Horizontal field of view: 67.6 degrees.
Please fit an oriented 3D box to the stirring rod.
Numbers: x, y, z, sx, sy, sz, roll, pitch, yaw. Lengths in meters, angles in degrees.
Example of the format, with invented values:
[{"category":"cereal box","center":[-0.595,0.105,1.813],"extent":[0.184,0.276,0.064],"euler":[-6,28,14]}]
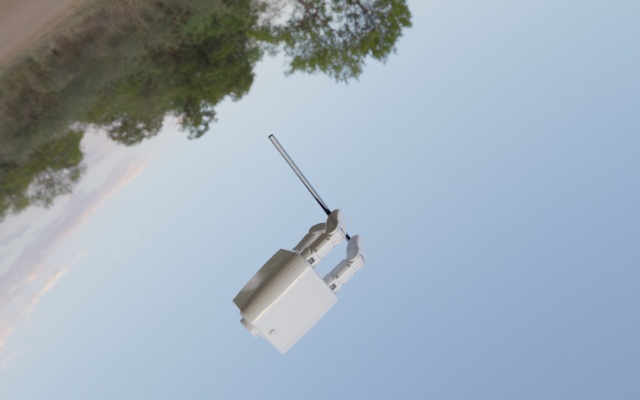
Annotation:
[{"category":"stirring rod","center":[0.000,0.002,0.670],"extent":[0.011,0.240,0.011],"euler":[-28,28,17]}]
